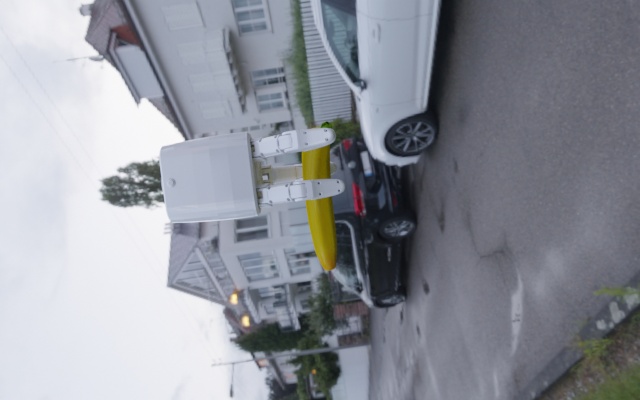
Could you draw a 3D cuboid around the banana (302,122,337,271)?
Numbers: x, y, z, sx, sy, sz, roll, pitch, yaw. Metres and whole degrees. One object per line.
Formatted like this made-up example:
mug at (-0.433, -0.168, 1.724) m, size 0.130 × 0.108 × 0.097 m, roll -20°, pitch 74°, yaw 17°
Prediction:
banana at (-0.002, -0.009, 0.603) m, size 0.037 × 0.198 × 0.069 m, roll -6°, pitch 24°, yaw -3°
